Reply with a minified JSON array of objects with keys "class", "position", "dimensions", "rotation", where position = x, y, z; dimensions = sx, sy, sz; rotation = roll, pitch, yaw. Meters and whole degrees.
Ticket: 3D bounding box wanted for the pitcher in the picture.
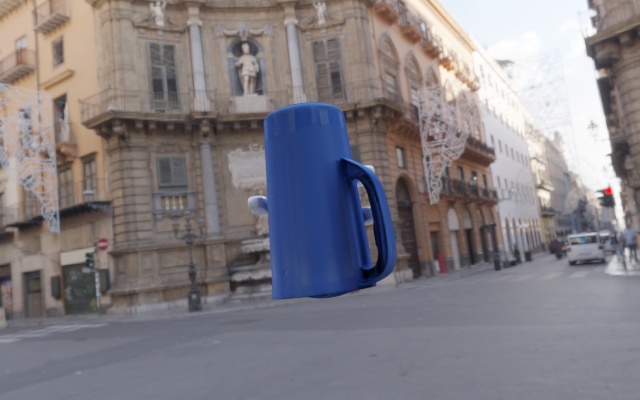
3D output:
[{"class":"pitcher","position":[0.000,0.002,0.613],"dimensions":[0.149,0.243,0.145],"rotation":[-6,-8,-7]}]
